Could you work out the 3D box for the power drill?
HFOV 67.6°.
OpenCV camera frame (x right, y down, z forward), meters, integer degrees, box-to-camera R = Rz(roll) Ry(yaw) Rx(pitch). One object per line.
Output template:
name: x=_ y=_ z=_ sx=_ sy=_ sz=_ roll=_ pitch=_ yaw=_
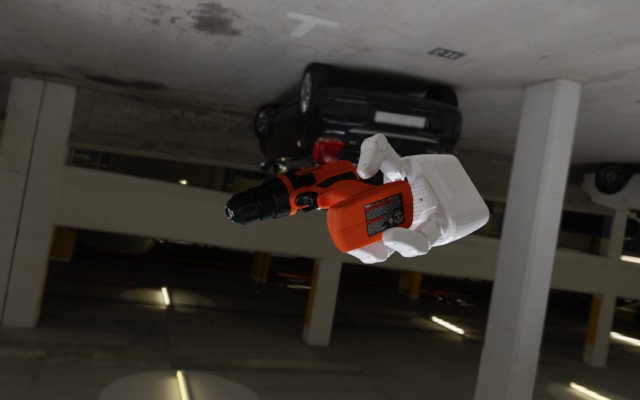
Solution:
power drill: x=0.001 y=0.002 z=0.555 sx=0.184 sy=0.057 sz=0.187 roll=-20 pitch=22 yaw=-25
